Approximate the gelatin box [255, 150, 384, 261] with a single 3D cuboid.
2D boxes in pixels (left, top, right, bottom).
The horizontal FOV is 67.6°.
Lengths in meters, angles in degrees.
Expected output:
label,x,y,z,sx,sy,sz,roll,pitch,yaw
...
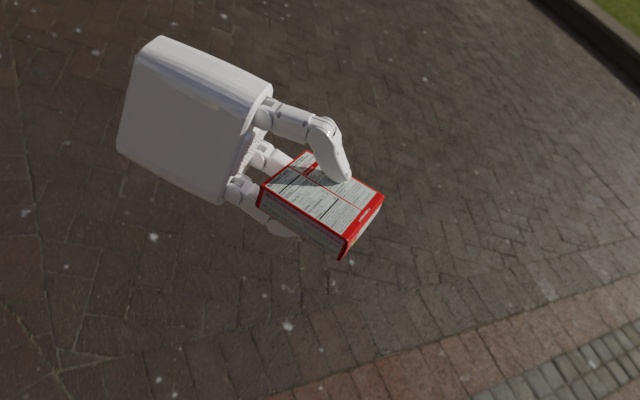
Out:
label,x,y,z,sx,sy,sz,roll,pitch,yaw
gelatin box,0.000,0.001,0.416,0.089,0.030,0.073,31,43,13
